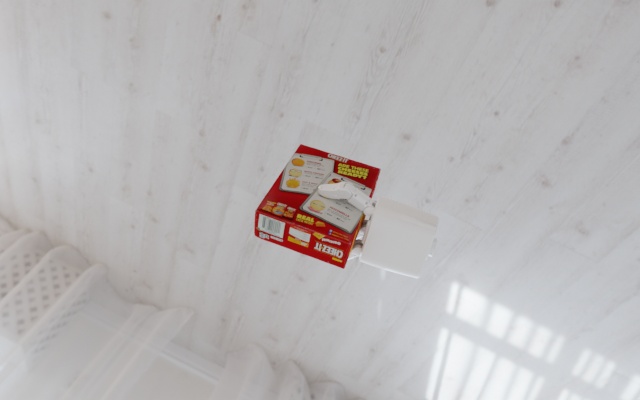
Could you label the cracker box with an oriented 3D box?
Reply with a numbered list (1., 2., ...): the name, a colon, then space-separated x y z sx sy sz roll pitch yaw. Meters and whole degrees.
1. cracker box: 0.000 0.003 0.843 0.164 0.072 0.213 18 41 8
